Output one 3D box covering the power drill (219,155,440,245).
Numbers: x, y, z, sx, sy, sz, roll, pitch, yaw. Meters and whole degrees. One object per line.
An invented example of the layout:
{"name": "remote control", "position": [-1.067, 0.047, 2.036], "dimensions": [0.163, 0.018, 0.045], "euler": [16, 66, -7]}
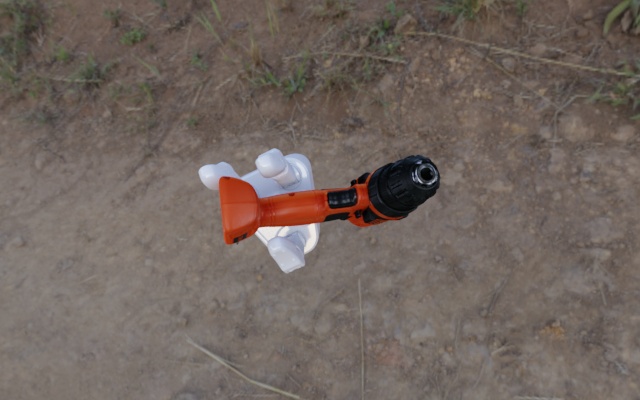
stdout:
{"name": "power drill", "position": [0.000, 0.002, 0.454], "dimensions": [0.187, 0.057, 0.184], "euler": [-4, -11, -13]}
